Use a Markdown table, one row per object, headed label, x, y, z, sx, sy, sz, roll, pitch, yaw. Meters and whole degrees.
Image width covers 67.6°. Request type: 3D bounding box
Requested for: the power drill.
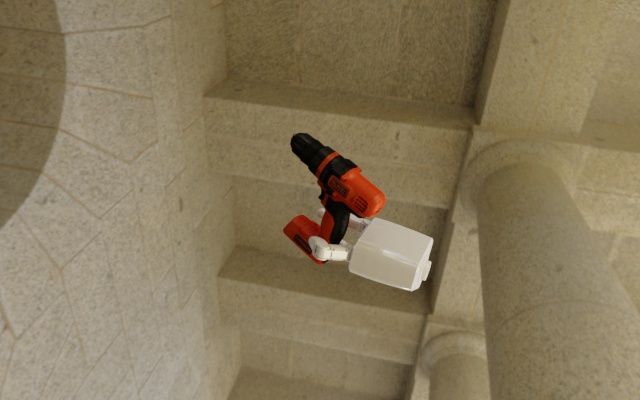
| label | x | y | z | sx | sy | sz | roll | pitch | yaw |
| --- | --- | --- | --- | --- | --- | --- | --- | --- | --- |
| power drill | 0.000 | 0.003 | 0.786 | 0.184 | 0.188 | 0.057 | 42 | 44 | 18 |
